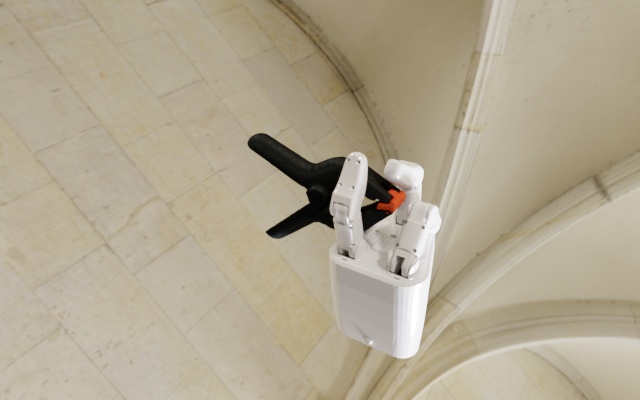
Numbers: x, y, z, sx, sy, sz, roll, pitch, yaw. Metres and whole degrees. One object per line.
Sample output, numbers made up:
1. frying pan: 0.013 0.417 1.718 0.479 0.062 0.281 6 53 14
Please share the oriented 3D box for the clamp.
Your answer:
1. clamp: 0.001 0.001 0.485 0.171 0.120 0.039 17 39 29
